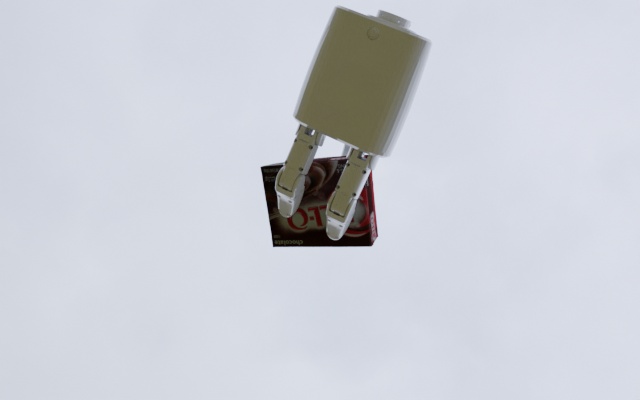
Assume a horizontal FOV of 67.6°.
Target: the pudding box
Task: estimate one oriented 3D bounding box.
[{"bbox_3d":[0.000,0.002,0.497,0.113,0.090,0.039,-2,13,22],"label":"pudding box"}]
